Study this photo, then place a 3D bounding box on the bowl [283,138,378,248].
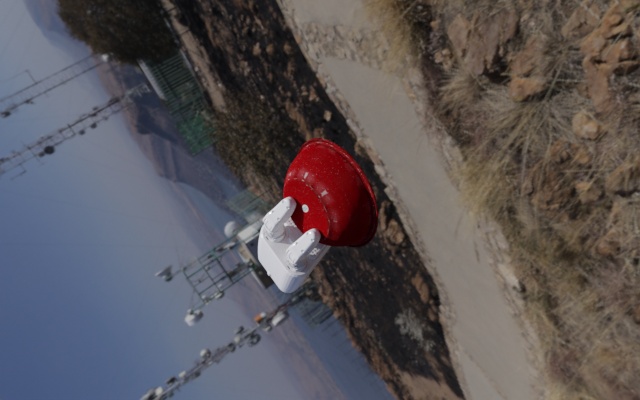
[{"bbox_3d":[0.000,0.001,0.635,0.055,0.162,0.162,-29,16,-32],"label":"bowl"}]
